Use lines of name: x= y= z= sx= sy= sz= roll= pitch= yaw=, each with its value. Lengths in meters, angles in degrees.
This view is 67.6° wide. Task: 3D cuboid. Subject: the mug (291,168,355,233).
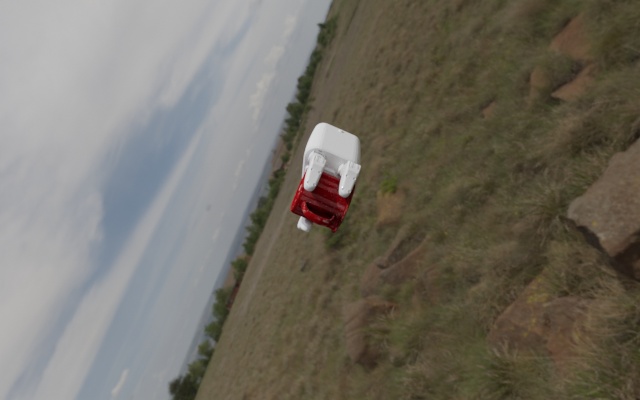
mug: x=0.000 y=0.003 z=0.776 sx=0.081 sy=0.093 sz=0.117 roll=23 pitch=33 yaw=-6
